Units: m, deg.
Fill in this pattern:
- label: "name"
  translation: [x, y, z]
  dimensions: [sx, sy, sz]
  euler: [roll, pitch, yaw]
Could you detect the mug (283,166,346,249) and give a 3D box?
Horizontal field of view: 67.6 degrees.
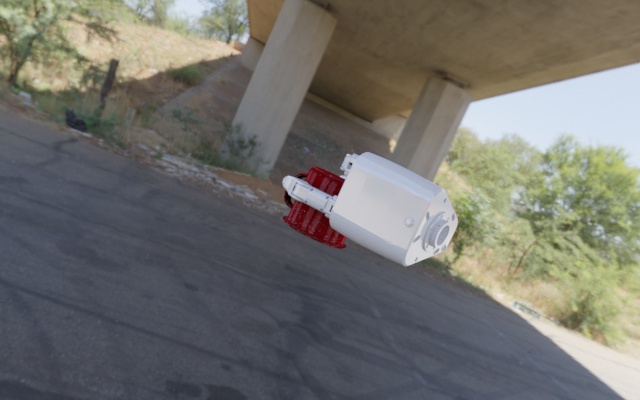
- label: "mug"
  translation: [-0.001, 0.001, 0.637]
  dimensions: [0.117, 0.081, 0.093]
  euler: [29, 7, 35]
